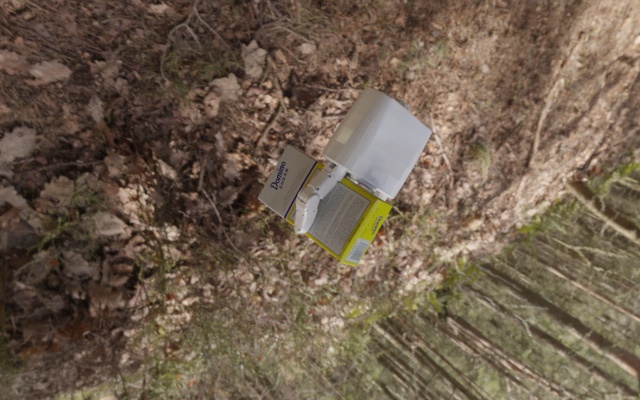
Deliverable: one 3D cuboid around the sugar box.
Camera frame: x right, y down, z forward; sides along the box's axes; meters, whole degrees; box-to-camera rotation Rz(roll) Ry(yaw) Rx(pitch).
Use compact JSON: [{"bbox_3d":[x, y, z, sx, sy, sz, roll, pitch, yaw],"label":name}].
[{"bbox_3d":[0.001,0.002,0.641,0.176,0.093,0.048,36,8,39],"label":"sugar box"}]
